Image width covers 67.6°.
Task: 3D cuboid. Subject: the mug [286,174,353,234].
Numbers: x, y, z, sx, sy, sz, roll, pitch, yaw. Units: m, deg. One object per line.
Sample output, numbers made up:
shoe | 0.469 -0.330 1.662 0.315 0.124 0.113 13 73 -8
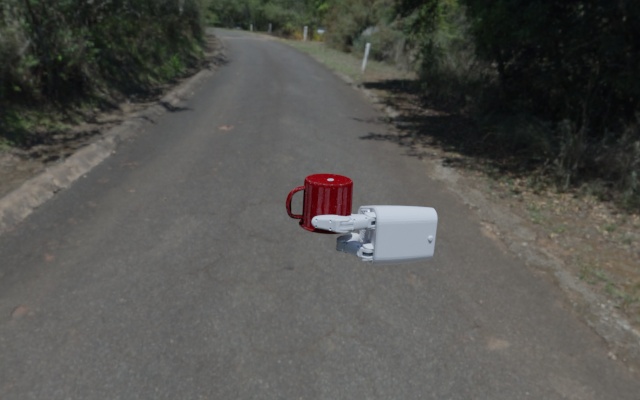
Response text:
mug | -0.001 0.002 0.793 0.117 0.081 0.093 -1 17 -13
